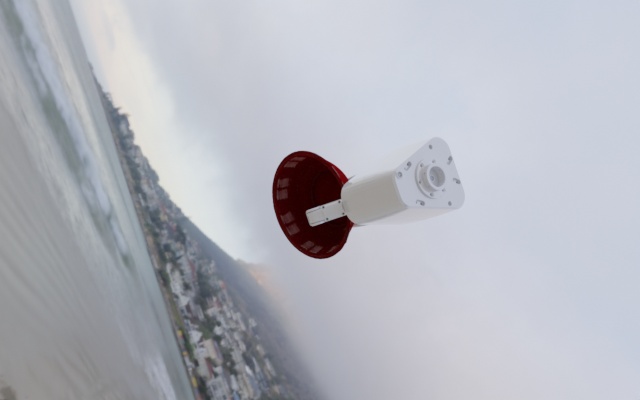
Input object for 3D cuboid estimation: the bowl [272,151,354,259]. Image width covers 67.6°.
[{"bbox_3d":[-0.001,0.002,0.710,0.162,0.162,0.055,0,13,45],"label":"bowl"}]
